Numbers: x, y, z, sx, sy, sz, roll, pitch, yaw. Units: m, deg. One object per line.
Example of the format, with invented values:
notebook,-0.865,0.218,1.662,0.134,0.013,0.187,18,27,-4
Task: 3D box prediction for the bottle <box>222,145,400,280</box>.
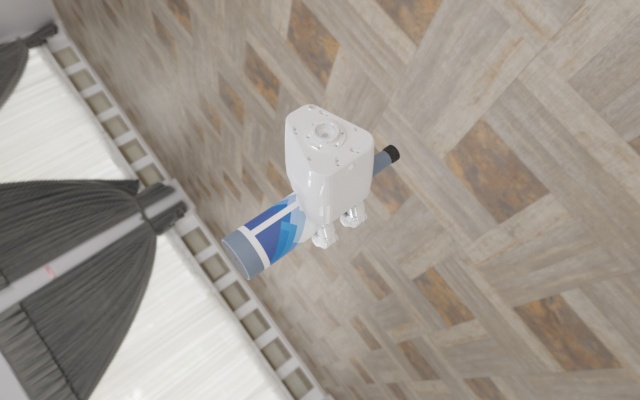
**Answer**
bottle,0.000,0.002,0.690,0.295,0.069,0.069,-34,13,-20
